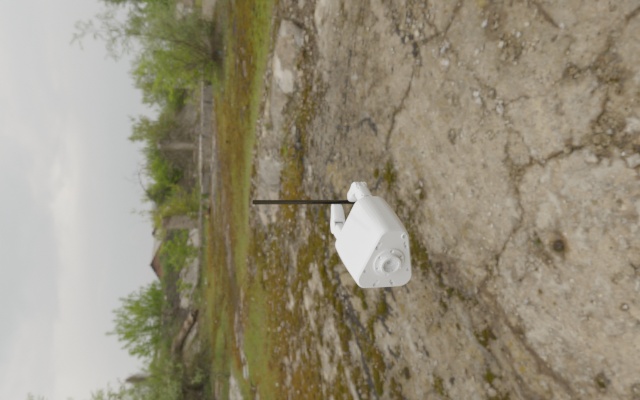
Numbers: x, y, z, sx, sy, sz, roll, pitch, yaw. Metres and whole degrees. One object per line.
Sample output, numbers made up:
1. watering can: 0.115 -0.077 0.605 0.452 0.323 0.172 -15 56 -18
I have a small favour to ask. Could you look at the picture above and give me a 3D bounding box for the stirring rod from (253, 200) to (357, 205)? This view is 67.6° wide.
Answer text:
1. stirring rod: 0.000 0.003 0.847 0.239 0.011 0.011 0 0 -16
